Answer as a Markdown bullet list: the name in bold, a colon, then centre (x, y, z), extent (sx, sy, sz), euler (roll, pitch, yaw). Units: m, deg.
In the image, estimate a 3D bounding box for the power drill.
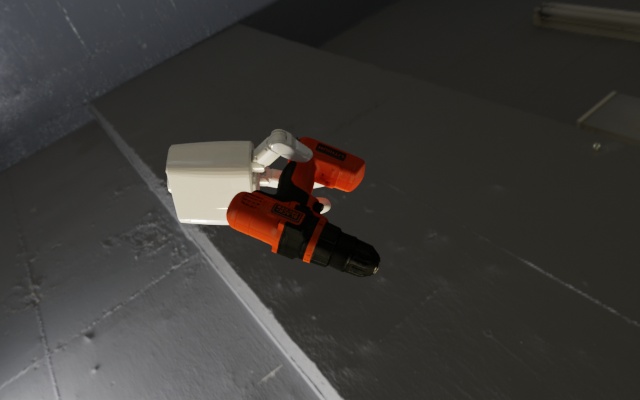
- **power drill**: centre (0.000, 0.002, 0.597), extent (0.184, 0.057, 0.187), euler (23, 37, 3)
